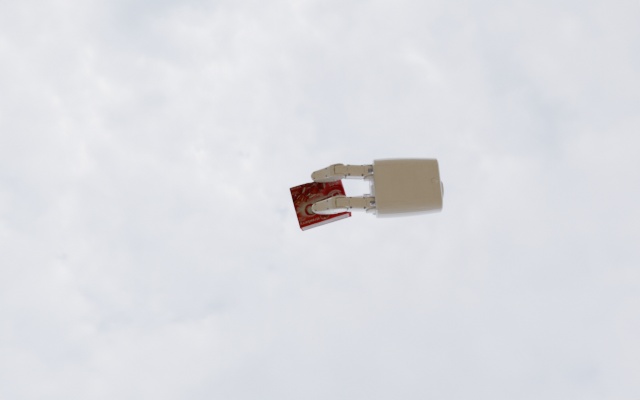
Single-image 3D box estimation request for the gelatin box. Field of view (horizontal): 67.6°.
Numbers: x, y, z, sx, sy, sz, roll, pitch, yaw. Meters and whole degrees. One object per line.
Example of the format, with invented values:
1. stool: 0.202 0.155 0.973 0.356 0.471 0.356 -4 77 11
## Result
1. gelatin box: 0.000 0.003 0.793 0.089 0.073 0.030 -17 -17 3
